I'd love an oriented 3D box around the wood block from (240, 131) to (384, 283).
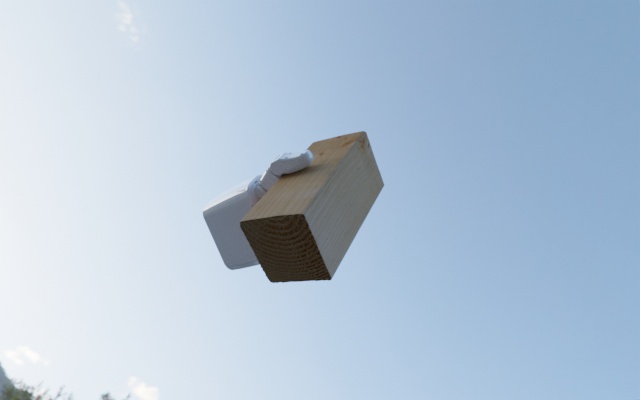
[{"bbox_3d":[0.000,0.002,0.605,0.090,0.091,0.206,-8,28,31],"label":"wood block"}]
